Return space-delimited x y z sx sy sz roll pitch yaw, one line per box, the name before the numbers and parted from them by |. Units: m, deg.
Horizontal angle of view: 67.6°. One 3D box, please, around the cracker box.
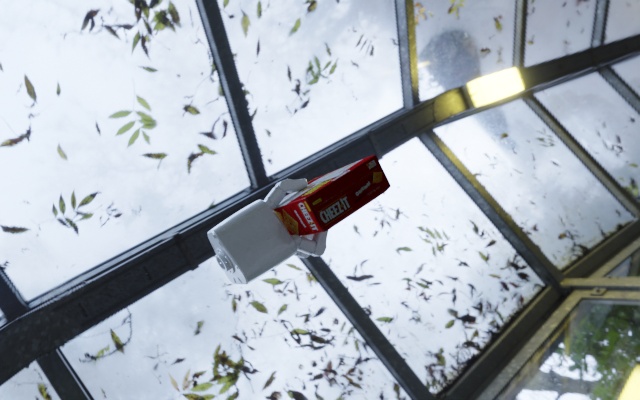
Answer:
cracker box | 0.000 0.003 0.870 0.164 0.072 0.214 -33 8 -29
